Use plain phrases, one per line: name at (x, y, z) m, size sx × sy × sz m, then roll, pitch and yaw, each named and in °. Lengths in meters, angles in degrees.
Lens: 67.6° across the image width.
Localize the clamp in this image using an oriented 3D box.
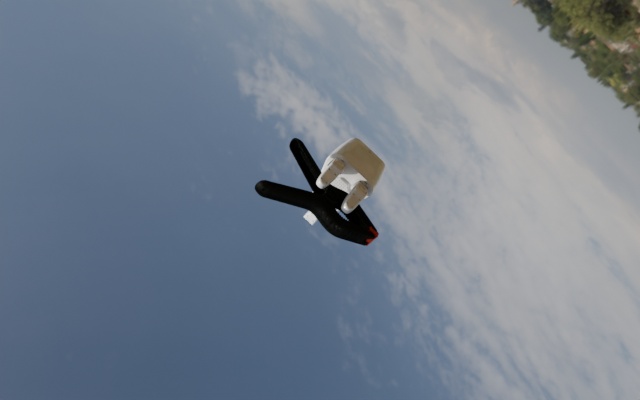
clamp at (0.000, 0.003, 0.748) m, size 0.036 × 0.210 × 0.164 m, roll -45°, pitch 2°, yaw 36°
